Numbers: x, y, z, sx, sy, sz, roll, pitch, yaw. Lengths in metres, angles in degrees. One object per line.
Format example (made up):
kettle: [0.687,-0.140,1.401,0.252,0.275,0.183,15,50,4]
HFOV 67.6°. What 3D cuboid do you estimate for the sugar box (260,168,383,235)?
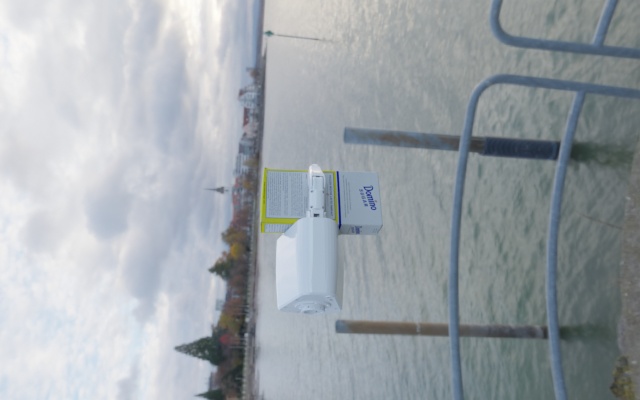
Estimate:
sugar box: [0.000,0.003,0.713,0.176,0.093,0.048,3,-27,-8]
